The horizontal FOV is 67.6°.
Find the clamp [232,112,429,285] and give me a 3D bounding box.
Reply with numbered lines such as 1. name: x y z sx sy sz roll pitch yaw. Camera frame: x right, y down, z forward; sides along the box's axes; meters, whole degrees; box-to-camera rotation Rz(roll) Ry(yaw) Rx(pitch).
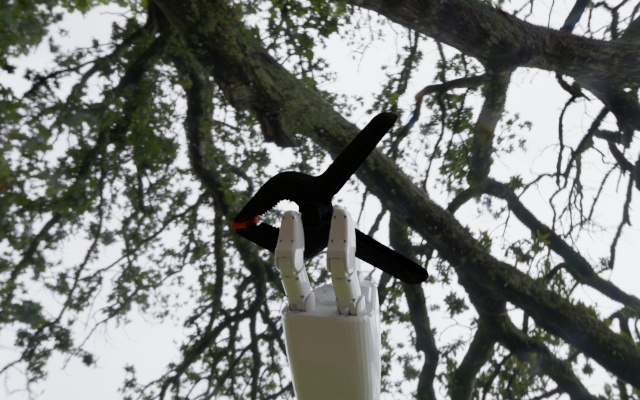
1. clamp: 0.000 0.002 0.486 0.210 0.164 0.036 -2 9 26
